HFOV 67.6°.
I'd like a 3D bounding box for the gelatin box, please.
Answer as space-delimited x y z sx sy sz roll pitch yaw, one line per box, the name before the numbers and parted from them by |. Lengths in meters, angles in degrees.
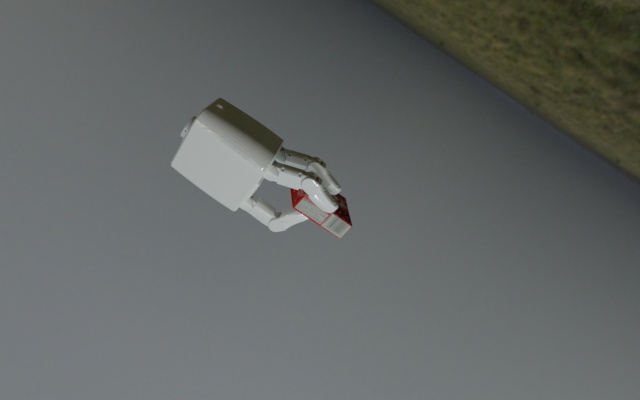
gelatin box | 0.000 0.003 0.663 0.089 0.030 0.073 35 23 -24
